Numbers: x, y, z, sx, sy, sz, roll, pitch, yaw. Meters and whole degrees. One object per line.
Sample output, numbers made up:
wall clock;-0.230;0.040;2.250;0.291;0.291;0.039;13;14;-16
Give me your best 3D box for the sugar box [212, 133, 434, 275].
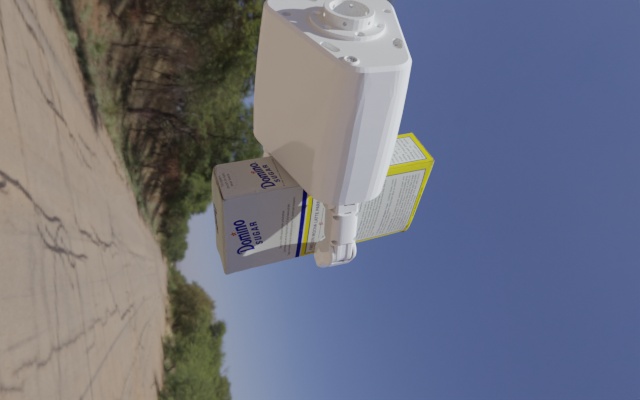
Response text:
sugar box;0.000;0.001;0.404;0.176;0.093;0.048;-9;48;-18
